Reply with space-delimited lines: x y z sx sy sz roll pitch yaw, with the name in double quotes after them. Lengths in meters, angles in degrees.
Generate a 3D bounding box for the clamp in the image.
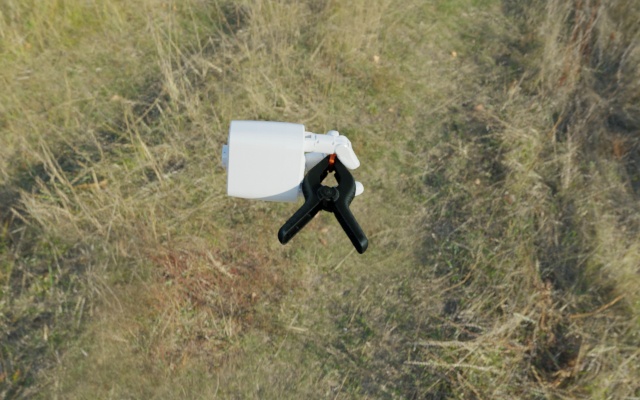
0.000 0.002 0.678 0.120 0.171 0.039 4 -42 -9 "clamp"
